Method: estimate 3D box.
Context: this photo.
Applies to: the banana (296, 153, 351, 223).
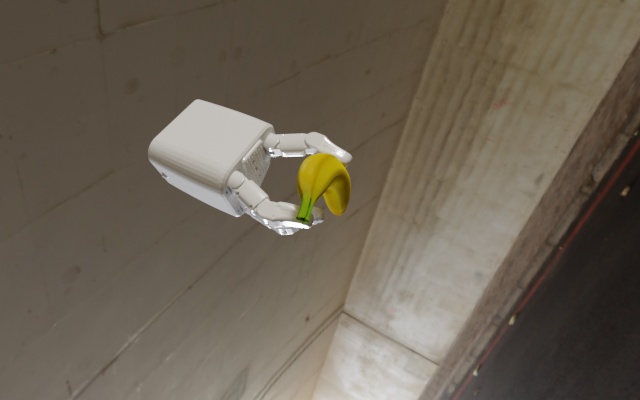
[{"bbox_3d":[0.005,-0.016,0.525,0.037,0.069,0.198,20,5,13],"label":"banana"}]
